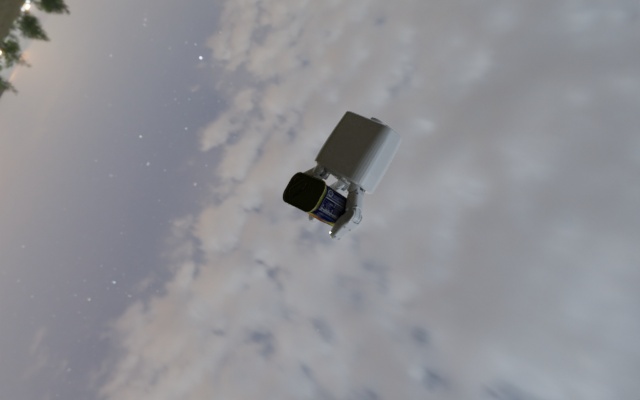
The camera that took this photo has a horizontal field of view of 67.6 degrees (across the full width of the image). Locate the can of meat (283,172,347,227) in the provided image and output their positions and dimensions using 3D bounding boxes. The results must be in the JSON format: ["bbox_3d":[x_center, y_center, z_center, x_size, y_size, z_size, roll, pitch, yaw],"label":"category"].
[{"bbox_3d":[0.000,0.003,0.788,0.084,0.057,0.102,32,-5,-36],"label":"can of meat"}]
